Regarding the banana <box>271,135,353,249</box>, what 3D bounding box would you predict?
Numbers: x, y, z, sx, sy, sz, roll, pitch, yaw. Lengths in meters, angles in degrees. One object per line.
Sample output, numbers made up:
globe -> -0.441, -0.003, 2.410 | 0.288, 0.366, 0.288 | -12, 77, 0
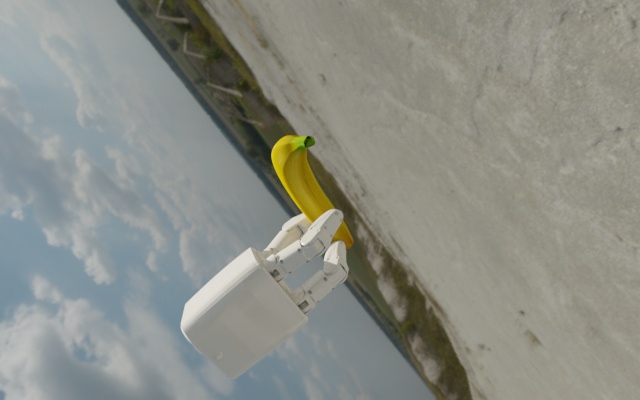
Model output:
banana -> -0.012, -0.010, 0.538 | 0.069, 0.037, 0.198 | 41, -14, 37
